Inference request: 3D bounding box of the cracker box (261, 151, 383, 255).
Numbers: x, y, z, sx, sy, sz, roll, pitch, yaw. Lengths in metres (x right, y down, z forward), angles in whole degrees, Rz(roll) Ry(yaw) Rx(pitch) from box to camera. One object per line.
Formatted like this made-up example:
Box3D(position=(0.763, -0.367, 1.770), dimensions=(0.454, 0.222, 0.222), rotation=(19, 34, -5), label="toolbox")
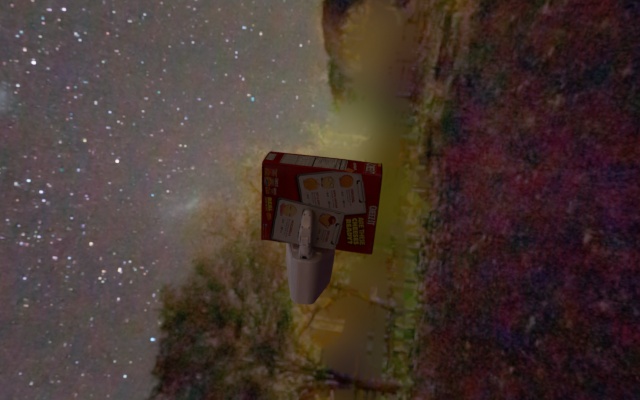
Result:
Box3D(position=(0.000, 0.003, 0.887), dimensions=(0.213, 0.164, 0.072), rotation=(7, 28, 5), label="cracker box")
